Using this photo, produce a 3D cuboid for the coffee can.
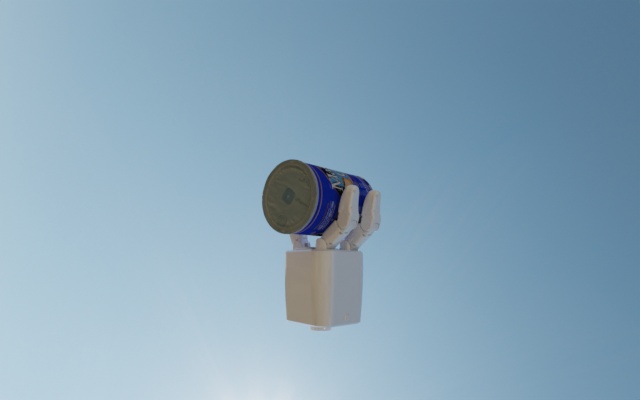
[{"bbox_3d":[0.000,0.002,0.699,0.103,0.103,0.140,0,-6,41],"label":"coffee can"}]
